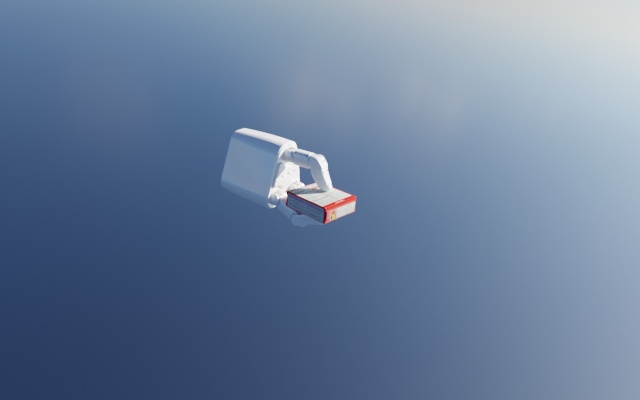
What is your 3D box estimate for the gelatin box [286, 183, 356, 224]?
[{"bbox_3d":[0.000,0.002,0.764,0.089,0.030,0.073,23,29,38],"label":"gelatin box"}]
